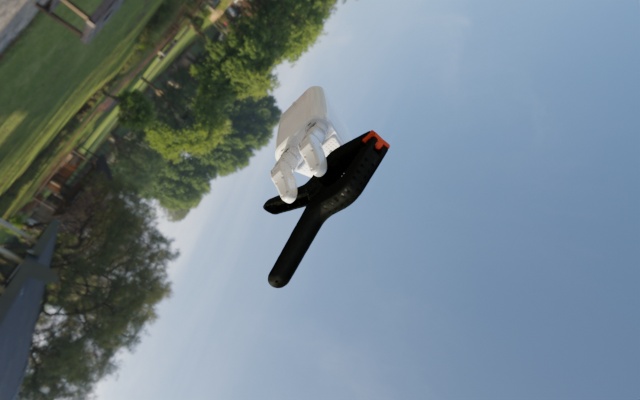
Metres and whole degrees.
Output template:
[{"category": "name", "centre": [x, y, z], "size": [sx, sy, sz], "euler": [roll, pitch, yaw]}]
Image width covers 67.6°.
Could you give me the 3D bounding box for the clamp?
[{"category": "clamp", "centre": [0.001, 0.002, 0.582], "size": [0.036, 0.164, 0.210], "euler": [35, -61, -29]}]
